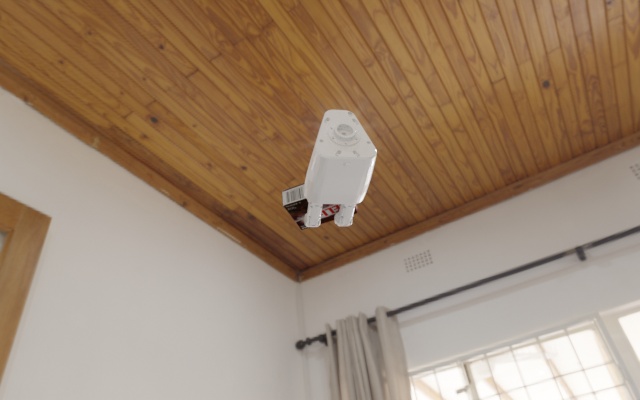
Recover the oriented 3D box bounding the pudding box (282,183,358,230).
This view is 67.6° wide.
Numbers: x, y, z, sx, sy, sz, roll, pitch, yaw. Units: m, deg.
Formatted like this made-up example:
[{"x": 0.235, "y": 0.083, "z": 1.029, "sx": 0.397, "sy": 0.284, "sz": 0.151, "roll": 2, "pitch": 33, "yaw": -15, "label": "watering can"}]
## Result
[{"x": 0.000, "y": 0.003, "z": 0.837, "sx": 0.113, "sy": 0.039, "sz": 0.090, "roll": -16, "pitch": -36, "yaw": 12, "label": "pudding box"}]
